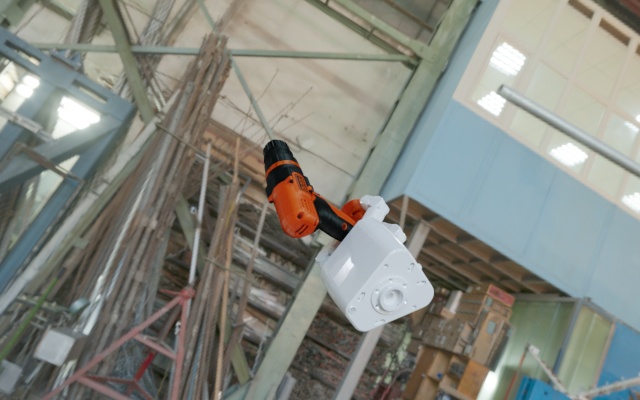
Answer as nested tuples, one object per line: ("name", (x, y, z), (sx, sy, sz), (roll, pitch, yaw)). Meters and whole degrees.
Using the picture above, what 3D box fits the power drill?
("power drill", (0.001, 0.003, 0.695), (0.188, 0.184, 0.057), (27, -60, -36))
